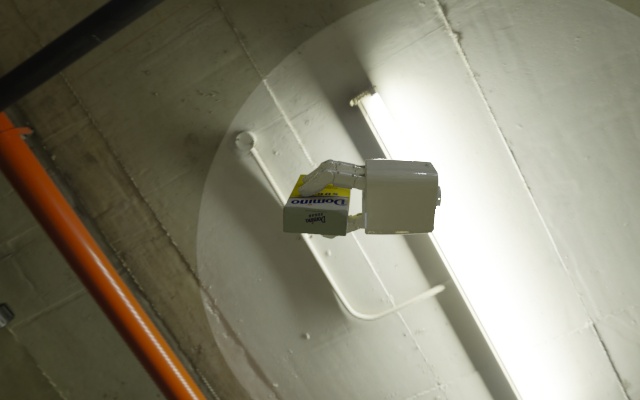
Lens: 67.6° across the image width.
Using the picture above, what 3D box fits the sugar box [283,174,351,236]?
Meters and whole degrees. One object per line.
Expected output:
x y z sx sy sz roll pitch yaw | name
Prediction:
0.000 0.002 0.750 0.093 0.048 0.176 3 16 4 | sugar box
